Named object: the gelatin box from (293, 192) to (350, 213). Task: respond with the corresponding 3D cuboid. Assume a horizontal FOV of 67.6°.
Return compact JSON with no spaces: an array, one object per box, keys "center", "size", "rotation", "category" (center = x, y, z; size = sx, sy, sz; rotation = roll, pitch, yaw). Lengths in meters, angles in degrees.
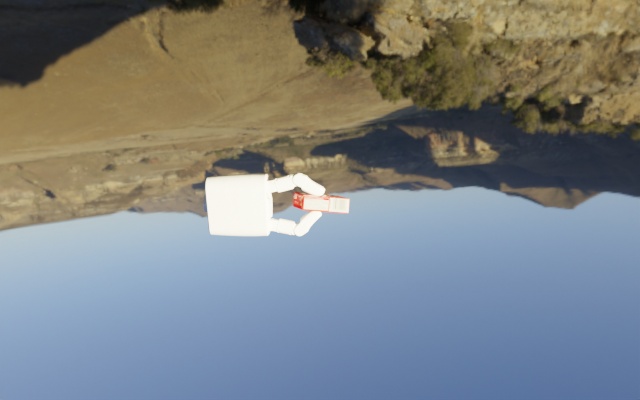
[{"center":[0.000,0.003,0.871],"size":[0.089,0.030,0.073],"rotation":[5,4,-15],"category":"gelatin box"}]
